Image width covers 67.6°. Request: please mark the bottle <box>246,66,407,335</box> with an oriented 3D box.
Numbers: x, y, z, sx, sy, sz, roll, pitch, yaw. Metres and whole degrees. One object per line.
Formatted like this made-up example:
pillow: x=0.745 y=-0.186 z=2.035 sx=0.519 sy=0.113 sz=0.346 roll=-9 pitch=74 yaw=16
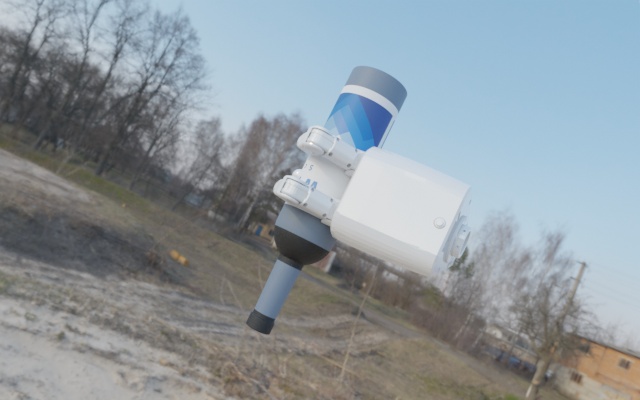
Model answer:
bottle: x=0.000 y=0.001 z=0.509 sx=0.069 sy=0.295 sz=0.069 roll=26 pitch=-6 yaw=3
